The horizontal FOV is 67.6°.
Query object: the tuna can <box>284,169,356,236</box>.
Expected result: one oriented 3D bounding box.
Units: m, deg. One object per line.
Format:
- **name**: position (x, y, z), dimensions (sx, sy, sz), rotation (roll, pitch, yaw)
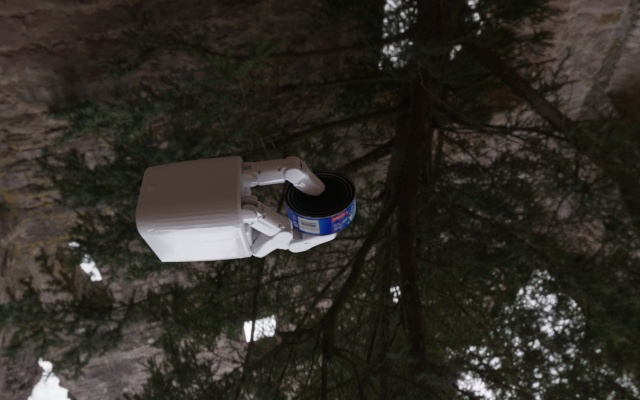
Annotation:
- **tuna can**: position (0.000, 0.002, 0.575), dimensions (0.086, 0.034, 0.086), rotation (-3, 42, 3)
